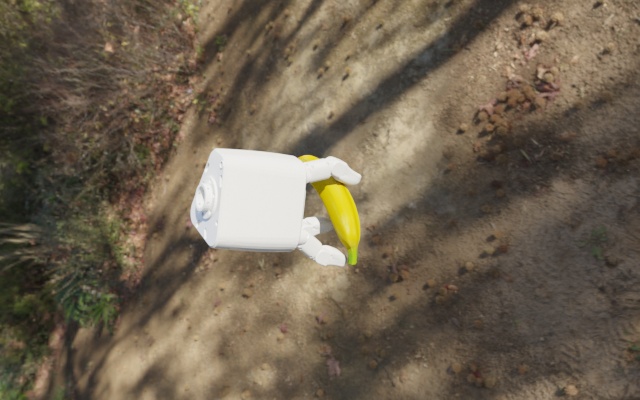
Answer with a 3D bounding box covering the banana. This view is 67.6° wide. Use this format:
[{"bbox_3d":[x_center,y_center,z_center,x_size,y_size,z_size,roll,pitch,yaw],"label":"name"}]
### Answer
[{"bbox_3d":[0.008,-0.008,0.658,0.037,0.197,0.070,-1,-42,-32],"label":"banana"}]
